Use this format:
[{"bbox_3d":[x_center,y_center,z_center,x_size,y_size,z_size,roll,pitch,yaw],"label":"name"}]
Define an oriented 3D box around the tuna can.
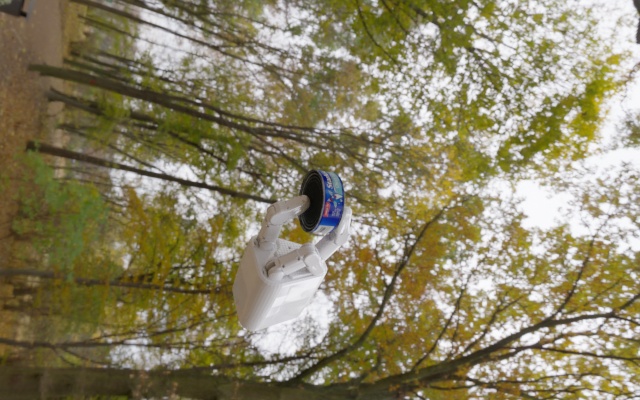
[{"bbox_3d":[0.001,0.002,0.652,0.034,0.086,0.086,6,-3,-24],"label":"tuna can"}]
